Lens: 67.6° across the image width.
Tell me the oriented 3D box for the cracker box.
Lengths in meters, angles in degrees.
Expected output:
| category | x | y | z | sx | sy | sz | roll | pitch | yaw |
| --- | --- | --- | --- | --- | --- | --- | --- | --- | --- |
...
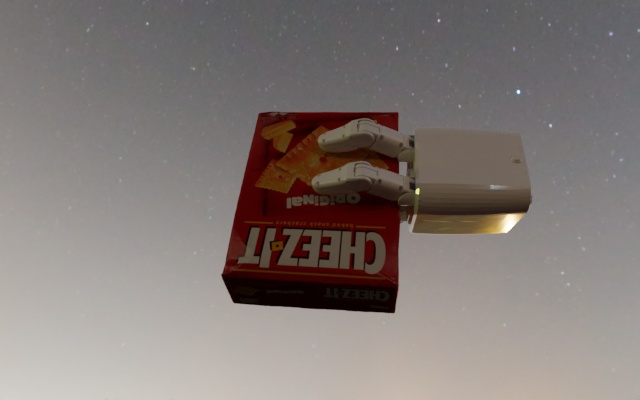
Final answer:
| category | x | y | z | sx | sy | sz | roll | pitch | yaw |
| --- | --- | --- | --- | --- | --- | --- | --- | --- | --- |
| cracker box | 0.000 | 0.002 | 0.504 | 0.164 | 0.213 | 0.072 | 2 | -35 | 7 |
